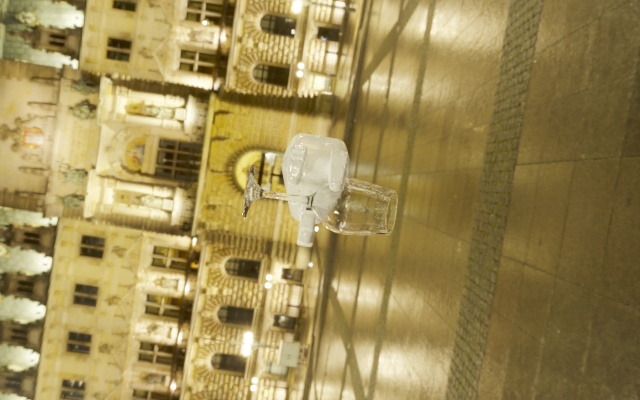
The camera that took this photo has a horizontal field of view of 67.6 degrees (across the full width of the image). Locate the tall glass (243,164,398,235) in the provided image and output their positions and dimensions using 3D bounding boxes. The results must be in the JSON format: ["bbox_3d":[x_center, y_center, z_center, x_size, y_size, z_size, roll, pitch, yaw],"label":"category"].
[{"bbox_3d":[-0.001,0.002,0.652,0.201,0.079,0.079,9,0,-2],"label":"tall glass"}]
